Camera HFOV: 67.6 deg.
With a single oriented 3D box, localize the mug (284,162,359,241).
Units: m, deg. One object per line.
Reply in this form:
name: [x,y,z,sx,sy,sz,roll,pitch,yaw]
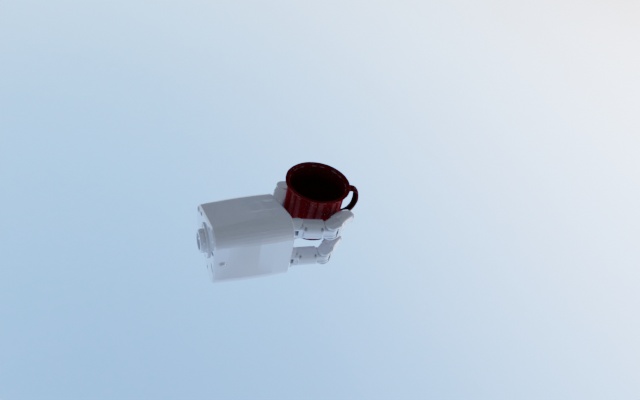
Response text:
mug: [0.001,0.002,0.700,0.117,0.082,0.093,-6,44,-23]
